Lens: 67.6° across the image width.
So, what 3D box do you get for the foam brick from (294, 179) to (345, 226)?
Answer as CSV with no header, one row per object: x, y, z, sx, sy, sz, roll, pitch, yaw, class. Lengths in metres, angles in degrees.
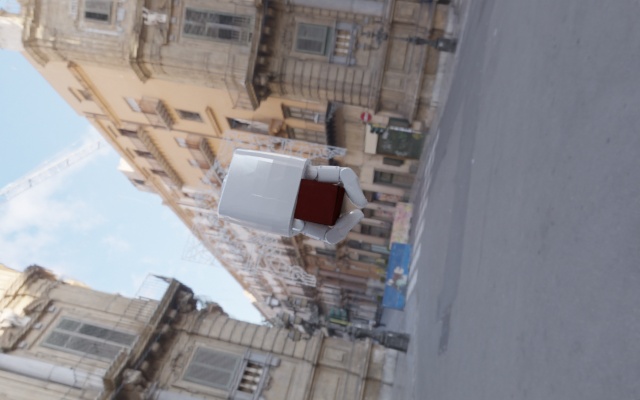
0.000,0.002,0.630,0.051,0.053,0.078,12,2,8,foam brick
